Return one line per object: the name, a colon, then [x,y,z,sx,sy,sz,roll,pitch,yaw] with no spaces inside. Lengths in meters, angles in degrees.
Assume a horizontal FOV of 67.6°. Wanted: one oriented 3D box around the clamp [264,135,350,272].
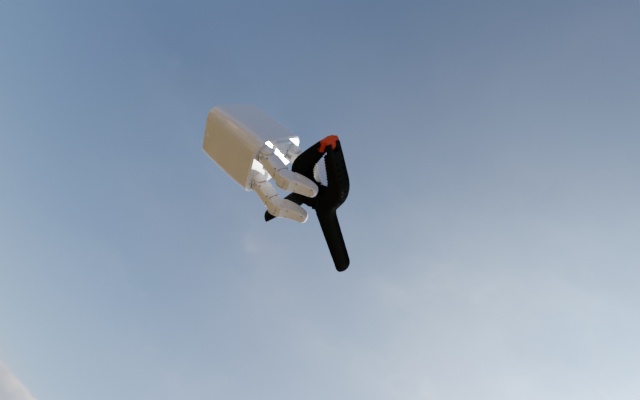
clamp: [0.001,0.001,0.700,0.164,0.210,0.036,37,44,16]
